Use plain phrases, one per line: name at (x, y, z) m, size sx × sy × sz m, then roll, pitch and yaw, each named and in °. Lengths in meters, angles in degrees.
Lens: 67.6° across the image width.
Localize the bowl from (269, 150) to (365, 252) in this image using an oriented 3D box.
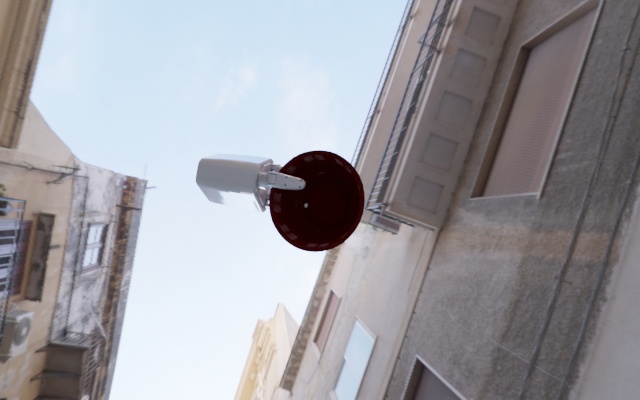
bowl at (0.001, 0.003, 0.774) m, size 0.162 × 0.162 × 0.055 m, roll 0°, pitch -6°, yaw 20°
